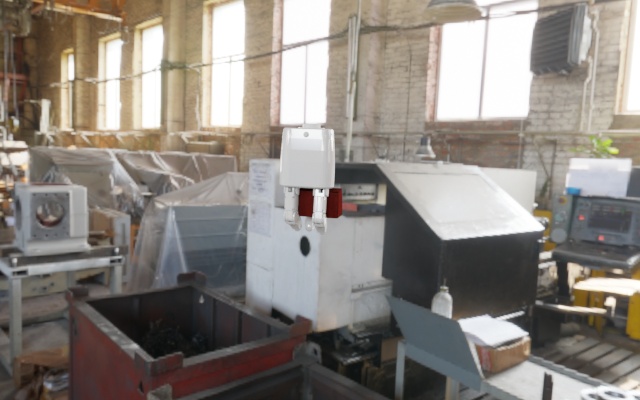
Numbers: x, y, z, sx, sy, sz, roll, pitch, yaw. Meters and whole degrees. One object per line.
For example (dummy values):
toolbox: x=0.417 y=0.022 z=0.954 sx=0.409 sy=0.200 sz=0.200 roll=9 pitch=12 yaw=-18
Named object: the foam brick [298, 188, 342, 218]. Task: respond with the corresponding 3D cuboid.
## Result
foam brick: x=0.000 y=0.003 z=0.897 sx=0.078 sy=0.051 sz=0.053 roll=3 pitch=8 yaw=9
